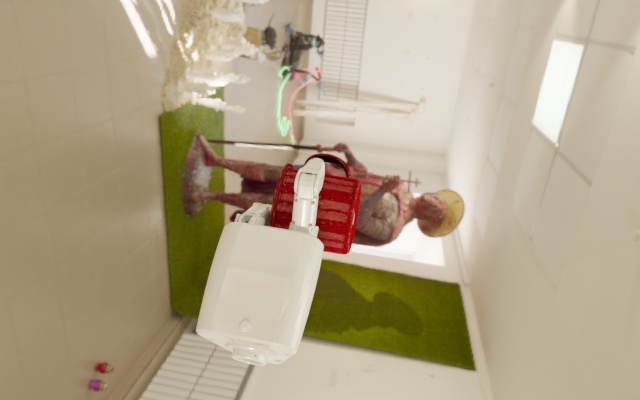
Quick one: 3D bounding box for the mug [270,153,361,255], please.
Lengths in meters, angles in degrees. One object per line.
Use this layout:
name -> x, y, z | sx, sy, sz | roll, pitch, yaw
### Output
mug -> 0.001, 0.001, 0.517 | 0.081, 0.117, 0.093 | 9, -27, 8
